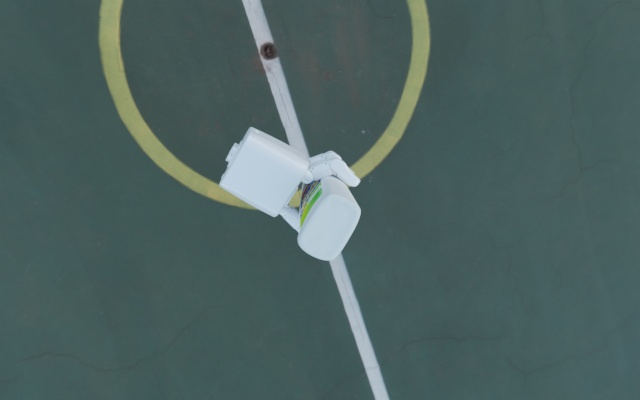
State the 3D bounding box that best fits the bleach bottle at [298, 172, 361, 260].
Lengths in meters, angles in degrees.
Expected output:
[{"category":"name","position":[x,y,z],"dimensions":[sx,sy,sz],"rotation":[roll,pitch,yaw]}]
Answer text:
[{"category":"bleach bottle","position":[0.000,0.003,0.788],"dimensions":[0.068,0.102,0.250],"rotation":[28,11,-14]}]
